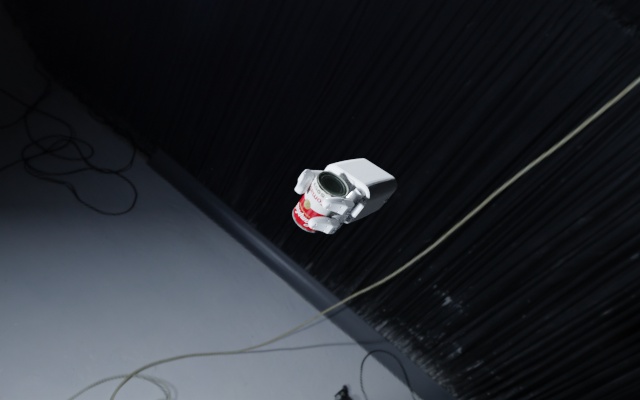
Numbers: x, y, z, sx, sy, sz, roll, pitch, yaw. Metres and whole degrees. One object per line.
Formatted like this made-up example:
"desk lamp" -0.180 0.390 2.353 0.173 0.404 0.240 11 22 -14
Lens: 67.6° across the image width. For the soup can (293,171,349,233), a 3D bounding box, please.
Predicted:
"soup can" 0.000 0.003 0.890 0.068 0.068 0.102 0 -40 -37
